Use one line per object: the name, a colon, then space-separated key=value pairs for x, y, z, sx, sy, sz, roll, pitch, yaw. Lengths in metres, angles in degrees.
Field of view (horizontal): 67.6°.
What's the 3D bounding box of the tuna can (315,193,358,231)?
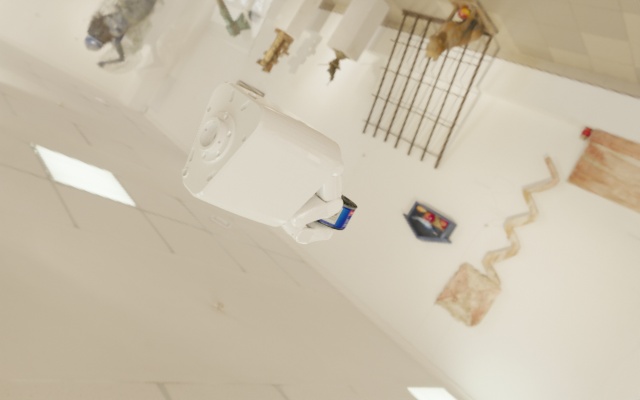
tuna can: x=0.000 y=0.002 z=0.583 sx=0.086 sy=0.034 sz=0.086 roll=27 pitch=9 yaw=-5
